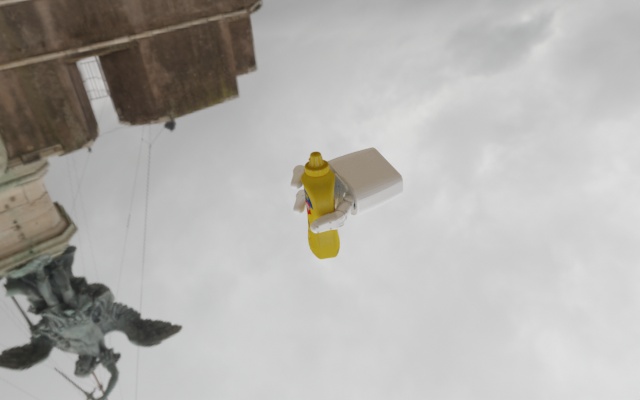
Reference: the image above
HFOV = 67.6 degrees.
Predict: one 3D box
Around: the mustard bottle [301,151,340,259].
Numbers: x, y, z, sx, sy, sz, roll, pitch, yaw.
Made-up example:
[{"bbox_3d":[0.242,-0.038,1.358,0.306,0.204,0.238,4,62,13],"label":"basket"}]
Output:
[{"bbox_3d":[0.000,0.003,0.835,0.058,0.192,0.096,-7,33,-4],"label":"mustard bottle"}]
